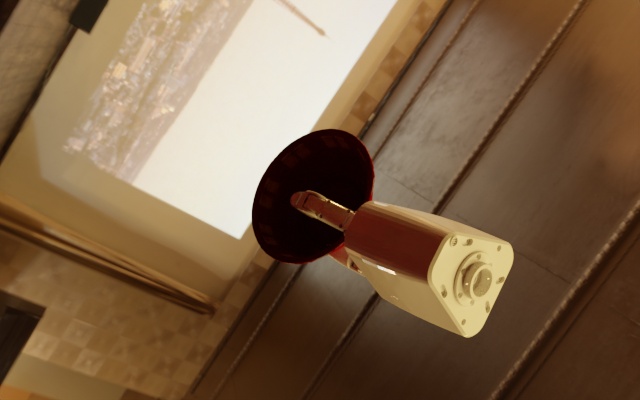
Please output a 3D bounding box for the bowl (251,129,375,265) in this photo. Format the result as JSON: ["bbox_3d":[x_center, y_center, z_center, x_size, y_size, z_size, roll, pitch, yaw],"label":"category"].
[{"bbox_3d":[0.000,0.001,0.544,0.162,0.162,0.055,0,-23,36],"label":"bowl"}]
